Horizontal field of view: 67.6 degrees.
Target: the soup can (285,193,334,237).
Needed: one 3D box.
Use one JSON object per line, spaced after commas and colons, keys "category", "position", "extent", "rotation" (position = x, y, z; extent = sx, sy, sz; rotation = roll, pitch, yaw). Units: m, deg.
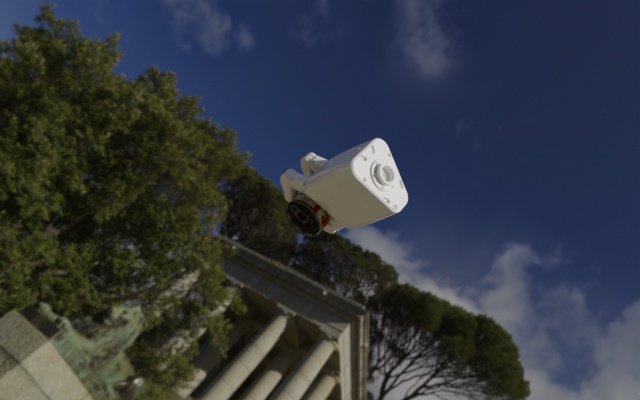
{"category": "soup can", "position": [0.000, 0.003, 0.782], "extent": [0.068, 0.068, 0.102], "rotation": [0, 33, 43]}
